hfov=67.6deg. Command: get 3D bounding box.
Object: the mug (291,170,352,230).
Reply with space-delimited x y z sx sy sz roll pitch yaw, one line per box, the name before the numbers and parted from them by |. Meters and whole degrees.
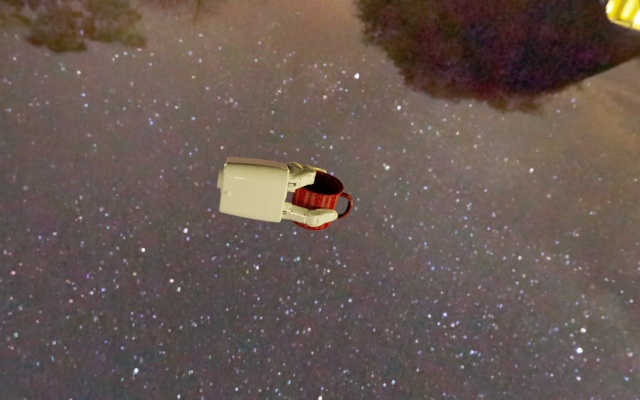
mug | 0.002 0.003 0.882 0.117 0.081 0.093 10 29 -8
